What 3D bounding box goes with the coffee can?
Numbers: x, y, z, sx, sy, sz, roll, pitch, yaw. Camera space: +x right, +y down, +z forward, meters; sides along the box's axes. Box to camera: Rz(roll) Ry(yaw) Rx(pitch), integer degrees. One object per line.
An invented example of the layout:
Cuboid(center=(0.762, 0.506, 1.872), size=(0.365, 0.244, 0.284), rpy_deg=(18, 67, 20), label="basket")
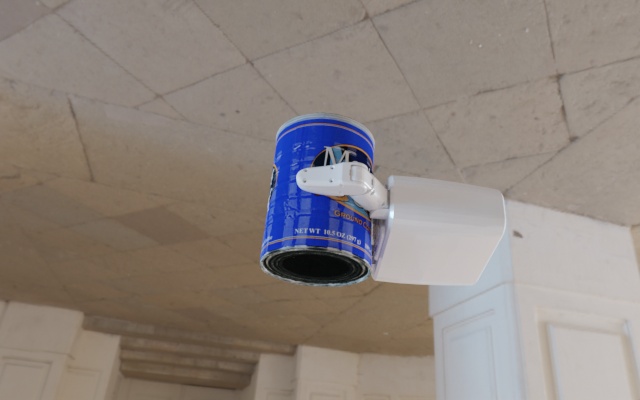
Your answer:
Cuboid(center=(0.000, 0.001, 0.466), size=(0.103, 0.140, 0.103), rpy_deg=(4, -27, 2), label="coffee can")
